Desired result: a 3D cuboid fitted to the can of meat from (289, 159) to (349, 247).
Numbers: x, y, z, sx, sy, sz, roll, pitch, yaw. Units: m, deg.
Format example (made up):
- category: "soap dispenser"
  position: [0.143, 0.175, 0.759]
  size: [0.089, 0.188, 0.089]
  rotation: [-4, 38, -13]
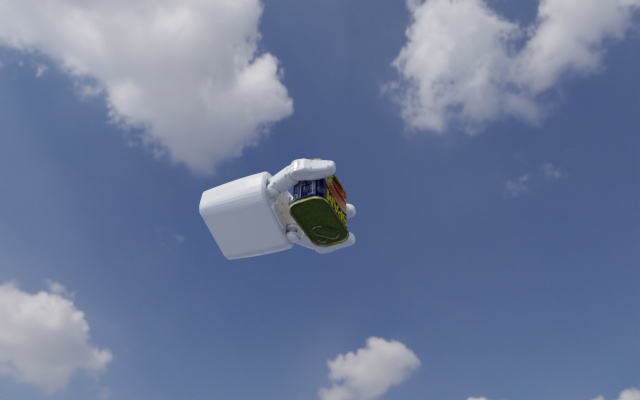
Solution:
- category: "can of meat"
  position: [0.000, 0.002, 0.682]
  size: [0.057, 0.083, 0.102]
  rotation: [-17, -46, 19]
